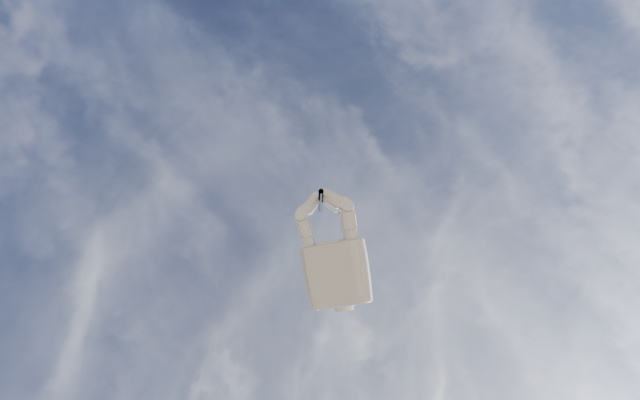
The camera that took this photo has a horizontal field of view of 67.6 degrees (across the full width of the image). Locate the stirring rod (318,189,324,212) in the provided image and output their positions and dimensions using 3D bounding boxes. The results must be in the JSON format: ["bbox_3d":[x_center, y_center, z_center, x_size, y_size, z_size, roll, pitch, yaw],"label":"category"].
[{"bbox_3d":[0.000,0.003,0.855,0.011,0.011,0.239,0,-8,0],"label":"stirring rod"}]
